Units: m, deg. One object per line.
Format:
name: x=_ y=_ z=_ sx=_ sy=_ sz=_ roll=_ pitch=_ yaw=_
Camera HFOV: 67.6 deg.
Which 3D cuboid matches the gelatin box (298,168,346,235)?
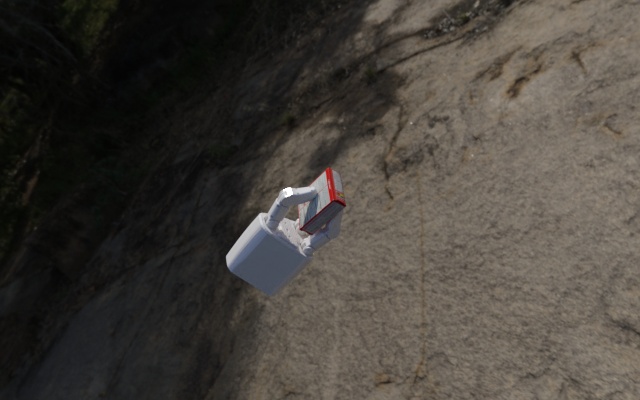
gelatin box: x=0.000 y=0.002 z=0.776 sx=0.030 sy=0.073 sz=0.089 roll=25 pitch=-52 yaw=-30
